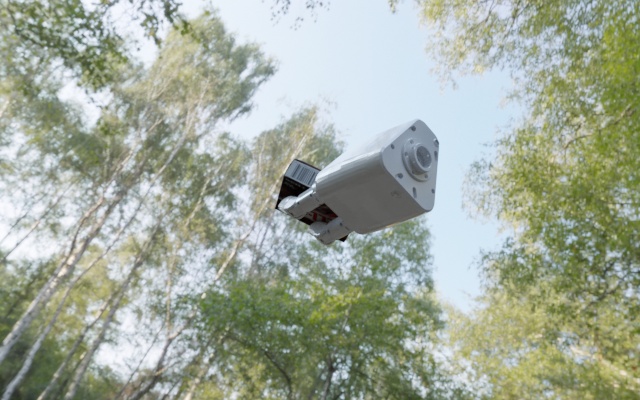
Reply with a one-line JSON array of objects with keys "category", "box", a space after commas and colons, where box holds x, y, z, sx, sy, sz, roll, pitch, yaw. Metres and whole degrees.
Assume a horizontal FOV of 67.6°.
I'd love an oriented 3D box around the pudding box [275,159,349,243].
[{"category": "pudding box", "box": [0.000, 0.002, 0.643, 0.113, 0.039, 0.090, 28, -33, 3]}]
